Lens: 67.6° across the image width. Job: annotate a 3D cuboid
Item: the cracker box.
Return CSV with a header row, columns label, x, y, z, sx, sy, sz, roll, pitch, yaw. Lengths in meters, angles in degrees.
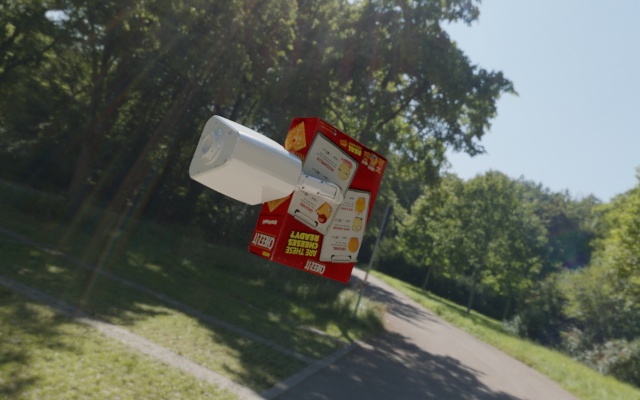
label,x,y,z,sx,sy,sz,roll,pitch,yaw
cracker box,0.000,0.002,0.737,0.164,0.213,0.072,24,-8,-40
